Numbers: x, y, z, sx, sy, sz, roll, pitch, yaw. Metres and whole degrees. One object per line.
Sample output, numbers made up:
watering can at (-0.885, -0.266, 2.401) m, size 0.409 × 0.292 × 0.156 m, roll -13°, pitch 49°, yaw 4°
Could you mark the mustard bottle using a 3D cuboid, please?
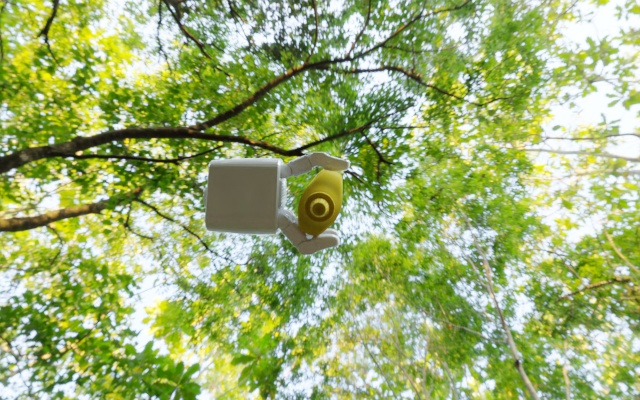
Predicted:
mustard bottle at (0.000, 0.002, 0.704) m, size 0.058 × 0.096 × 0.191 m, roll 25°, pitch 5°, yaw 0°
